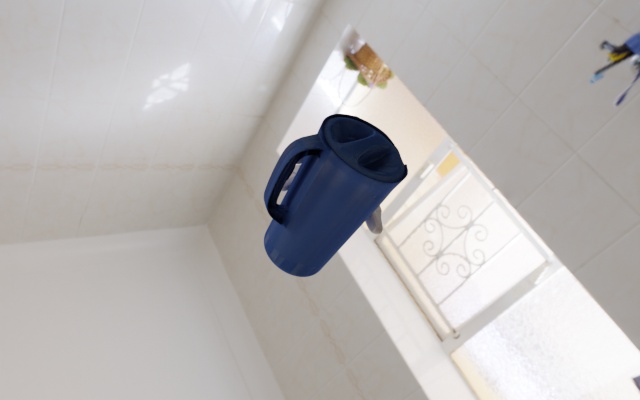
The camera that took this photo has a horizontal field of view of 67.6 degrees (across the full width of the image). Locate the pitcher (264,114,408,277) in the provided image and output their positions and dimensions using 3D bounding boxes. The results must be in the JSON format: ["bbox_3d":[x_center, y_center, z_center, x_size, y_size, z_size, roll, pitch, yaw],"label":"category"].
[{"bbox_3d":[0.000,0.002,0.696,0.149,0.243,0.145,35,36,1],"label":"pitcher"}]
